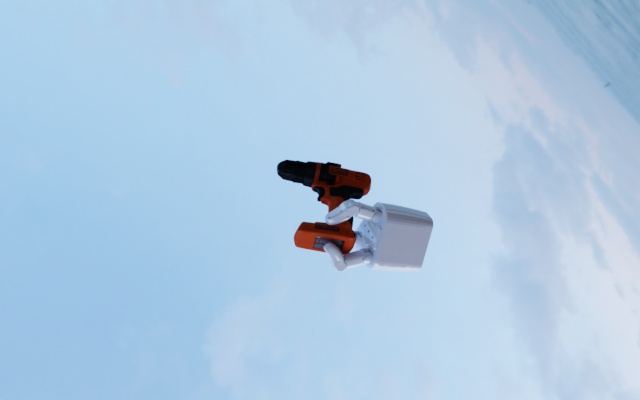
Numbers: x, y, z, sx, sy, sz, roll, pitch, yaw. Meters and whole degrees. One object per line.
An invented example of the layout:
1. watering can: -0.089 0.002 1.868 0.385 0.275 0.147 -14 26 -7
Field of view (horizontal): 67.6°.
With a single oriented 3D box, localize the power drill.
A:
1. power drill: 0.000 0.003 0.872 0.184 0.187 0.057 9 -41 -2
